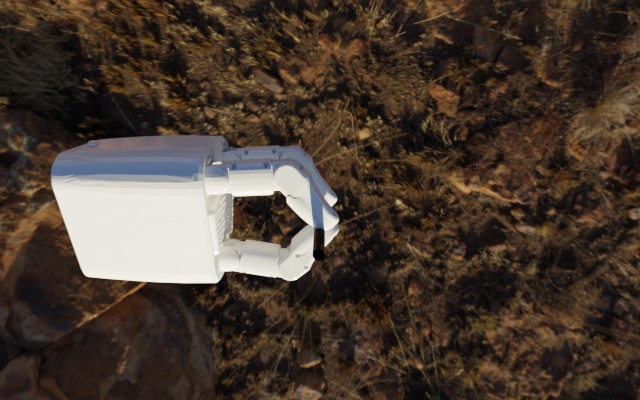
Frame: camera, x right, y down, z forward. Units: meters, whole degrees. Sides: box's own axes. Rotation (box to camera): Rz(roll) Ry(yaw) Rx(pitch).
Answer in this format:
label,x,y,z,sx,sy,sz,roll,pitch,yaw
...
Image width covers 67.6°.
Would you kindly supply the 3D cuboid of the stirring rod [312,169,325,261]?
label,x,y,z,sx,sy,sz,roll,pitch,yaw
stirring rod,0.000,0.001,0.419,0.011,0.011,0.239,0,16,1
